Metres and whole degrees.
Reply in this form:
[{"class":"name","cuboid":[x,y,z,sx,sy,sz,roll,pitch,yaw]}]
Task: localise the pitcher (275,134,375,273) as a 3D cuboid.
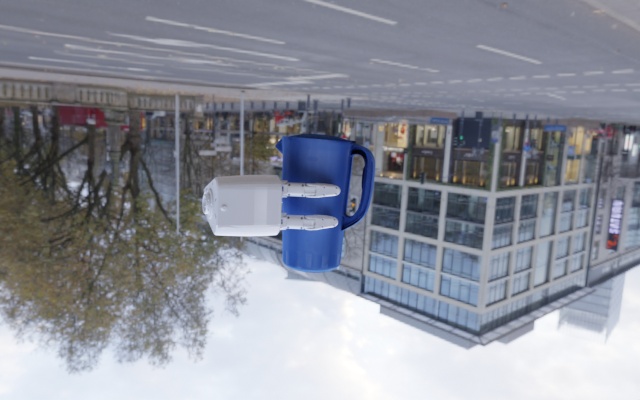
[{"class":"pitcher","cuboid":[0.000,0.003,0.866,0.145,0.243,0.149,-1,9,-27]}]
